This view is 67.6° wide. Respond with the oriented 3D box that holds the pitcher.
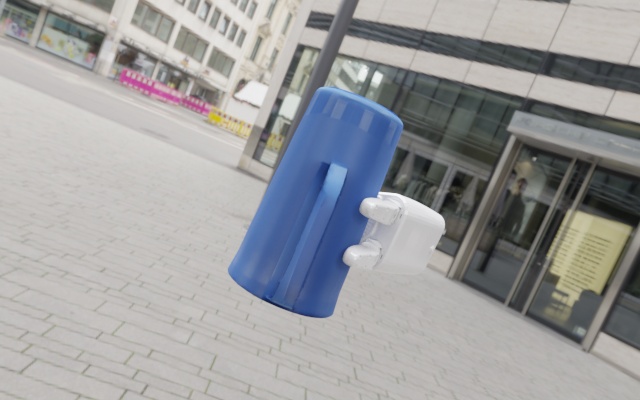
[{"bbox_3d":[0.000,0.002,0.539,0.149,0.243,0.145,28,7,43],"label":"pitcher"}]
